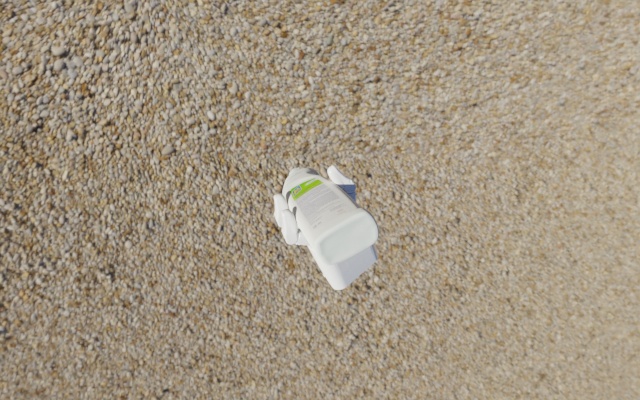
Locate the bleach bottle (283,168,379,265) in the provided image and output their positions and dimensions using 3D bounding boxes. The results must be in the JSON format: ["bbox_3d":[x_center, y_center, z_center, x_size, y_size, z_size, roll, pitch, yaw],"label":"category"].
[{"bbox_3d":[0.000,0.003,0.792,0.102,0.068,0.250,-28,33,-4],"label":"bleach bottle"}]
